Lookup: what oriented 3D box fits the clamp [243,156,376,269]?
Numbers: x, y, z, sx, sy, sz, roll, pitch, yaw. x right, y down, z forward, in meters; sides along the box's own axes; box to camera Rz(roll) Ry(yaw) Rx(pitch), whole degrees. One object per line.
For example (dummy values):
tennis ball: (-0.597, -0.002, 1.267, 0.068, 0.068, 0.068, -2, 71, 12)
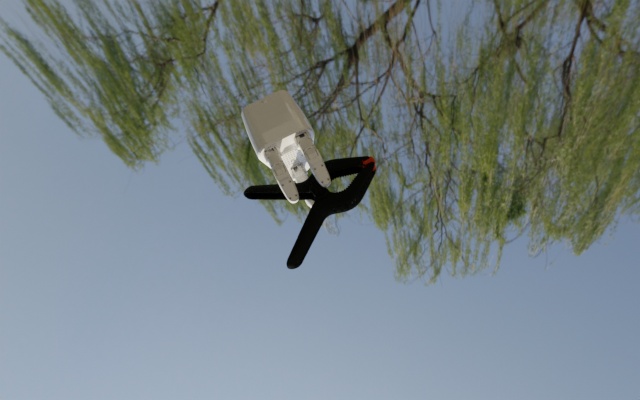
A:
clamp: (0.001, 0.002, 0.740, 0.210, 0.164, 0.036, -26, -31, -3)
